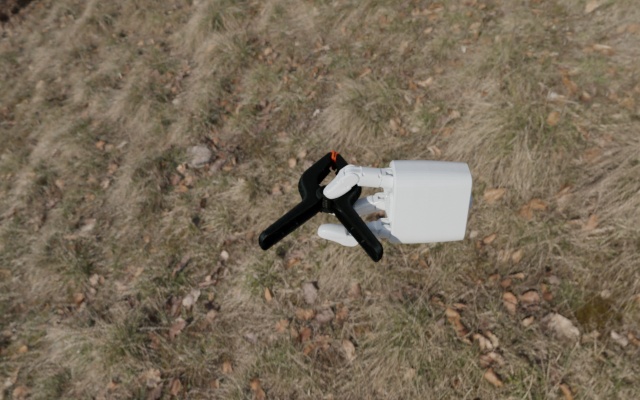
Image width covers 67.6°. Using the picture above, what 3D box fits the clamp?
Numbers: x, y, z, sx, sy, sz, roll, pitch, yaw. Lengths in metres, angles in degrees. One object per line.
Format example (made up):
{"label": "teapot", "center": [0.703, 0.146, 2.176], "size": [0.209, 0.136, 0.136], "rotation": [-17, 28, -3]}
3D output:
{"label": "clamp", "center": [0.000, 0.001, 0.688], "size": [0.164, 0.036, 0.209], "rotation": [2, 44, -2]}
